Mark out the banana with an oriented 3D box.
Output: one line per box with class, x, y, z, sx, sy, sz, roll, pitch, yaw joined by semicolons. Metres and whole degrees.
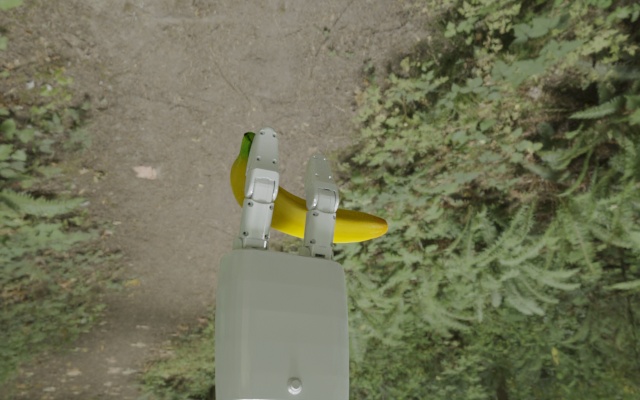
banana;-0.016;0.008;0.454;0.070;0.037;0.198;-28;-41;32
